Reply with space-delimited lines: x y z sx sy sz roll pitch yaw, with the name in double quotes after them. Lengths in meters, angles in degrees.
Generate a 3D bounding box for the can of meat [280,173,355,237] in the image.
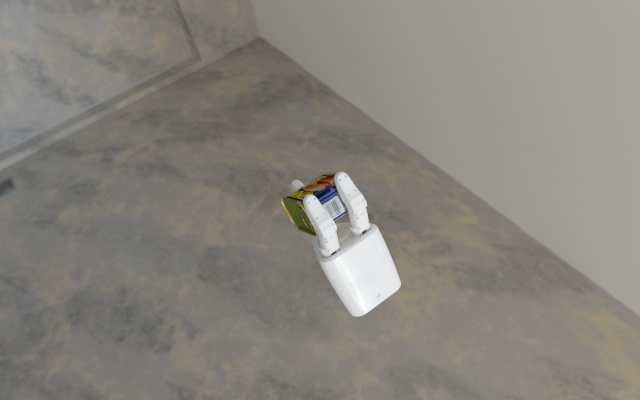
0.000 0.002 0.700 0.084 0.057 0.102 -32 16 -17 "can of meat"
